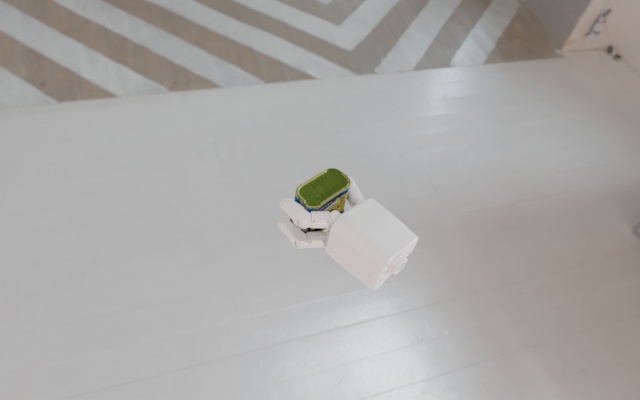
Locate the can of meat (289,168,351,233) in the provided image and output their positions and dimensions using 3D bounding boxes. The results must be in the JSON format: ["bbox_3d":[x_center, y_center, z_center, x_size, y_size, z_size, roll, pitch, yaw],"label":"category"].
[{"bbox_3d":[0.000,0.002,0.803,0.102,0.057,0.084,-34,-26,-30],"label":"can of meat"}]
